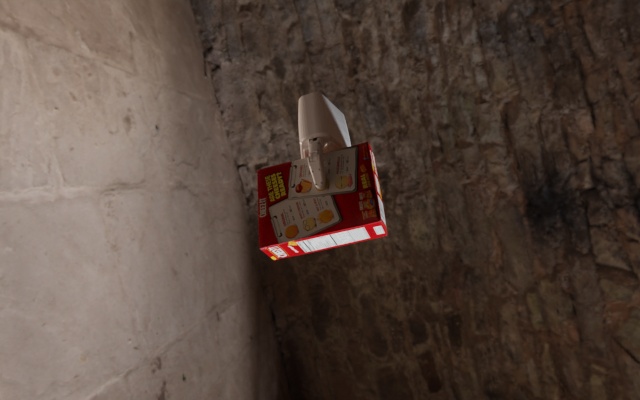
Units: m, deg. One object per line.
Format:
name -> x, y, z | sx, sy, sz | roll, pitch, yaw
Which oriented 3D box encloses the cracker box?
cracker box -> 0.000, 0.003, 0.845 | 0.214, 0.164, 0.072 | -14, -32, 13
